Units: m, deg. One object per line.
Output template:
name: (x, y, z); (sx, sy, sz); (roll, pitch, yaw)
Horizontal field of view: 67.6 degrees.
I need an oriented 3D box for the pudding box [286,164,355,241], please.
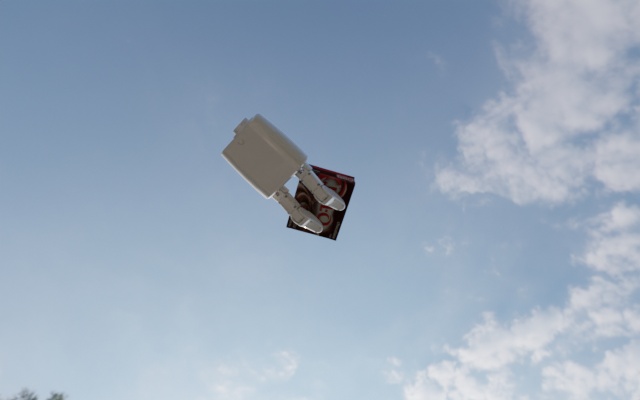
pudding box: (0.000, 0.003, 0.803); (0.090, 0.113, 0.039); (16, 25, -3)
